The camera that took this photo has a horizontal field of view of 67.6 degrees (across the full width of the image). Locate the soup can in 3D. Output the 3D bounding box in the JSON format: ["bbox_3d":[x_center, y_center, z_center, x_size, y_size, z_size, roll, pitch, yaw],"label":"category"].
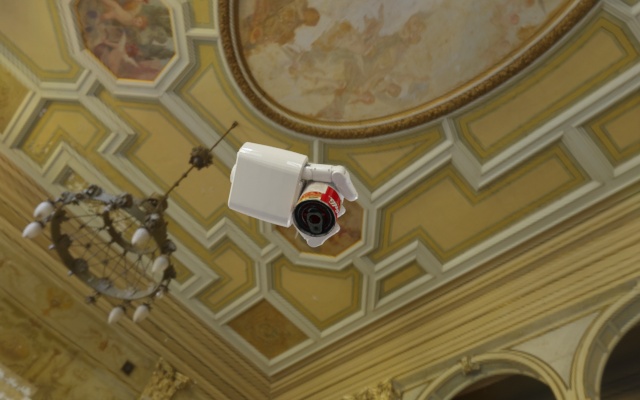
[{"bbox_3d":[0.001,0.002,0.762,0.068,0.068,0.102,0,30,14],"label":"soup can"}]
